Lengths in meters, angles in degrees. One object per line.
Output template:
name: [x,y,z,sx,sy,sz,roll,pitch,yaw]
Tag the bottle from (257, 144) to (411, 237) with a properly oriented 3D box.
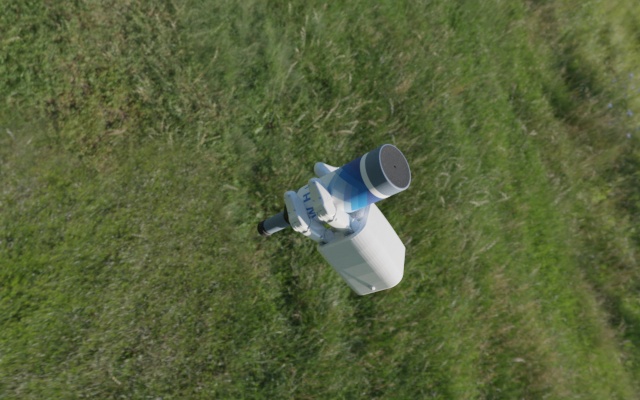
bottle: [0.000,0.002,0.732,0.069,0.069,0.296,0,-19,-46]
